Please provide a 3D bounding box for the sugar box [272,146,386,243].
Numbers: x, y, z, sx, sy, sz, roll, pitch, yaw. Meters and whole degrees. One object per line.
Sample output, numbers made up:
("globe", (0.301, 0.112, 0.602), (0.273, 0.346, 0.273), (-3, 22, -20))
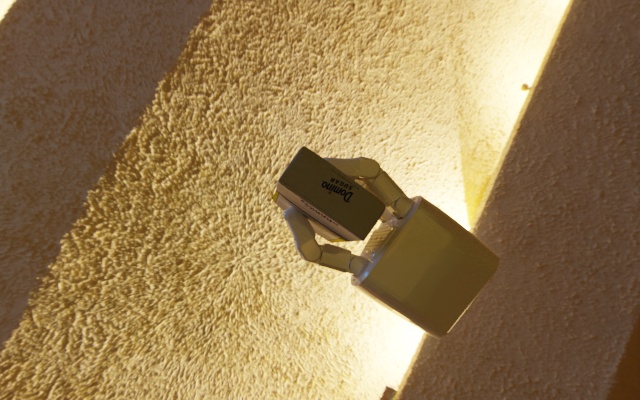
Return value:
("sugar box", (0.000, 0.001, 0.493), (0.093, 0.048, 0.176), (35, -11, -4))
